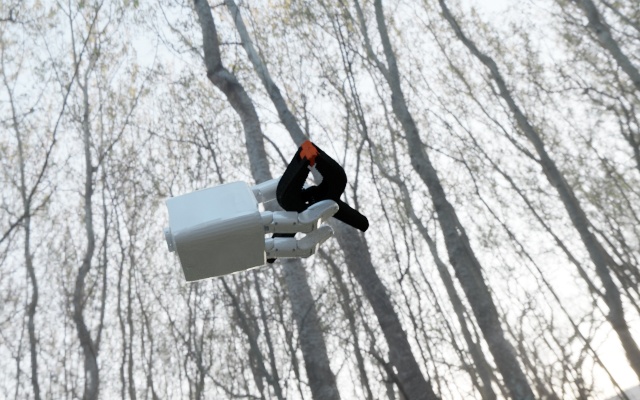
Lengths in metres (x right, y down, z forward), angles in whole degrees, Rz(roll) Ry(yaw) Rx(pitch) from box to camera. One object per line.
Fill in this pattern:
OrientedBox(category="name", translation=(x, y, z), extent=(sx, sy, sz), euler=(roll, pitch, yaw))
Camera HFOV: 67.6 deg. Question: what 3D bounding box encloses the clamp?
OrientedBox(category="clamp", translation=(0.000, 0.001, 0.639), extent=(0.164, 0.036, 0.210), euler=(-14, -38, -16))
